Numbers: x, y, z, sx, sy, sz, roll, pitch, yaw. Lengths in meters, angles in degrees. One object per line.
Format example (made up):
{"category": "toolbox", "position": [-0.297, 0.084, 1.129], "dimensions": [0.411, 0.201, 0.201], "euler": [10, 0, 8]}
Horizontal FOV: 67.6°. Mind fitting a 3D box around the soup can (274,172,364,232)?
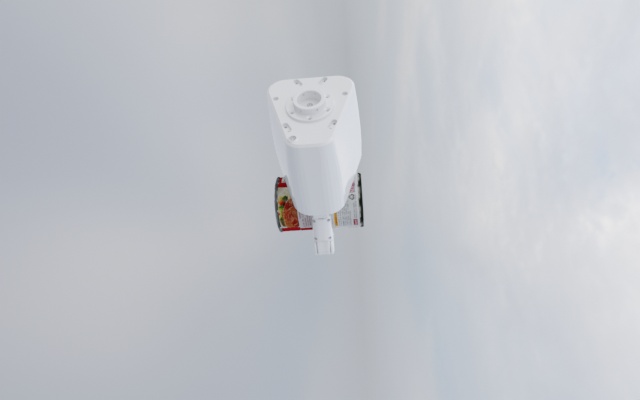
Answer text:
{"category": "soup can", "position": [0.000, 0.002, 0.579], "dimensions": [0.102, 0.068, 0.068], "euler": [-3, 0, 4]}
